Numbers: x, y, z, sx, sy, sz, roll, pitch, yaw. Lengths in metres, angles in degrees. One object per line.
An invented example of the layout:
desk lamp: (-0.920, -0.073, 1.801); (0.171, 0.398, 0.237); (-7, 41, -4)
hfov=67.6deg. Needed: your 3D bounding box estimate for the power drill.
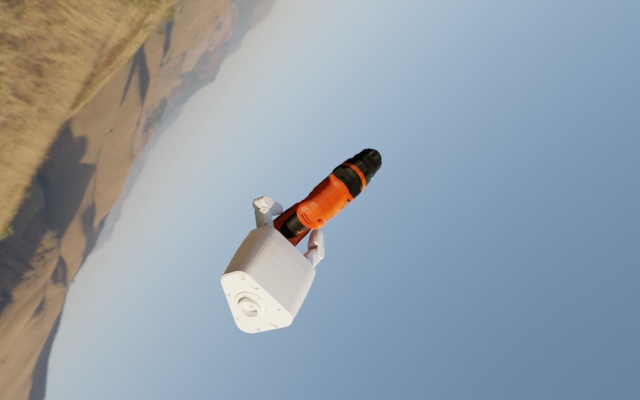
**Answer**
power drill: (0.000, 0.003, 0.742); (0.184, 0.057, 0.188); (-40, -1, -39)
